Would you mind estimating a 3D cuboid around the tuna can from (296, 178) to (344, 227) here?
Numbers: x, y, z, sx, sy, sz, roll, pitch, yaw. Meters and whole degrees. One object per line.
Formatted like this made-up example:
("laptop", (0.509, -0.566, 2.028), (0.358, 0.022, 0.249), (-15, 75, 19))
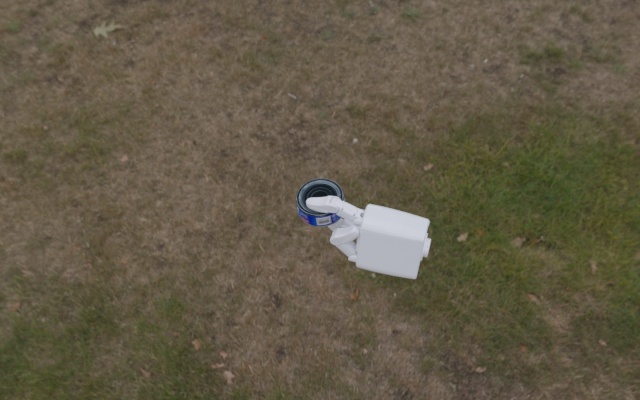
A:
("tuna can", (0.000, 0.002, 0.843), (0.086, 0.086, 0.034), (0, -38, 7))
